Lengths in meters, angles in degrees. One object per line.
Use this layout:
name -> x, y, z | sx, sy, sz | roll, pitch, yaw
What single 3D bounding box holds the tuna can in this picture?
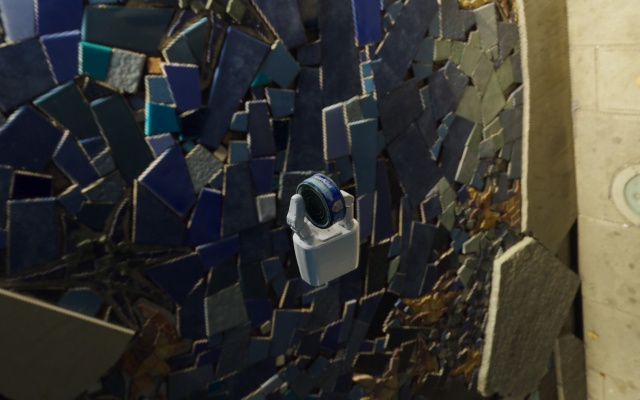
tuna can -> 0.000, 0.003, 0.764 | 0.033, 0.086, 0.086 | -30, 16, -30
